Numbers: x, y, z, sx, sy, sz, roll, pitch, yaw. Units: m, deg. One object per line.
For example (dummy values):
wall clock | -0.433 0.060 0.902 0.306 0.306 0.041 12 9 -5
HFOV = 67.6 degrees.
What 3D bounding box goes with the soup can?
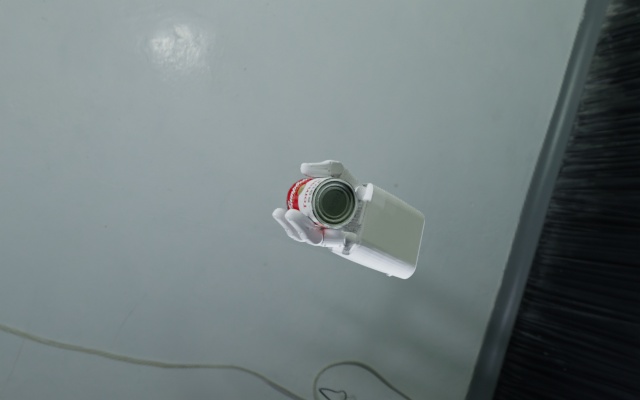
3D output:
soup can | 0.000 0.002 0.661 0.068 0.068 0.102 0 1 -23
